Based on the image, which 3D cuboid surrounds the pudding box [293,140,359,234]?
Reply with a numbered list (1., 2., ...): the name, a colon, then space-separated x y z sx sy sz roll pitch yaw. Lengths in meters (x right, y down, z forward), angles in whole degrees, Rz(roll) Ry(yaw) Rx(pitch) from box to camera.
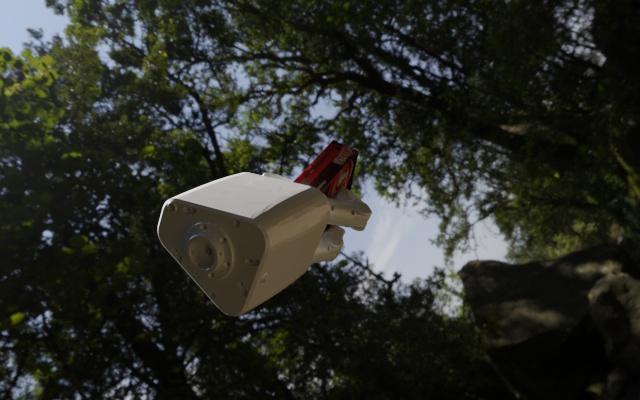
1. pudding box: 0.000 0.002 0.535 0.039 0.114 0.090 30 52 16
